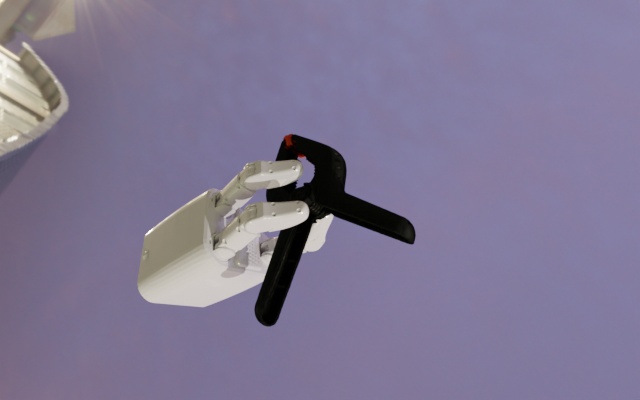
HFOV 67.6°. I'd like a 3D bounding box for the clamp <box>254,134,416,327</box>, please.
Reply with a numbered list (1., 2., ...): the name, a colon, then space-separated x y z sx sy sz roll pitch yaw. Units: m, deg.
1. clamp: 0.000 0.002 0.471 0.164 0.209 0.036 -27 -44 21
